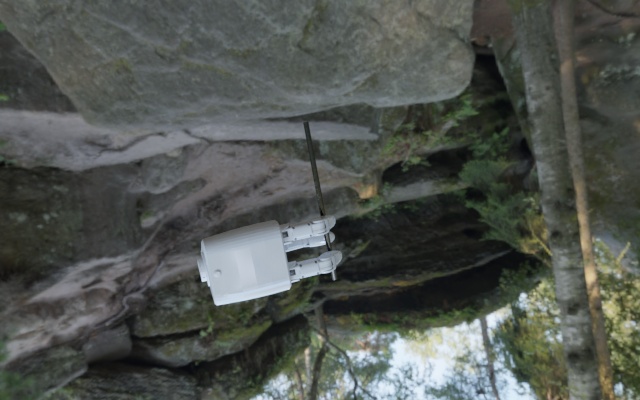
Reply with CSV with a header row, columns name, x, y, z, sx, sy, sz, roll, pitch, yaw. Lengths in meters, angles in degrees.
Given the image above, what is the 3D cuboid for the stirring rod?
name,x,y,z,sx,sy,sz,roll,pitch,yaw
stirring rod,0.000,0.002,0.714,0.011,0.239,0.011,-10,6,1
